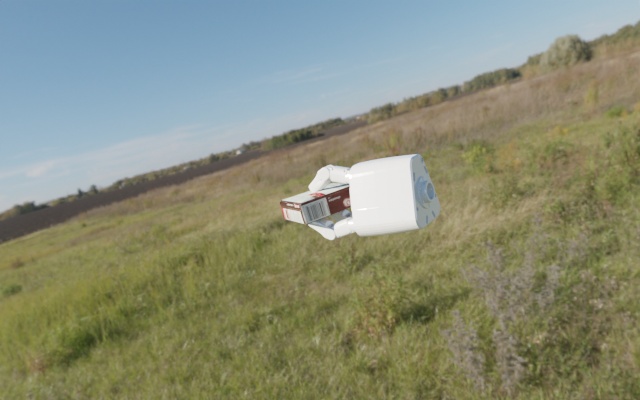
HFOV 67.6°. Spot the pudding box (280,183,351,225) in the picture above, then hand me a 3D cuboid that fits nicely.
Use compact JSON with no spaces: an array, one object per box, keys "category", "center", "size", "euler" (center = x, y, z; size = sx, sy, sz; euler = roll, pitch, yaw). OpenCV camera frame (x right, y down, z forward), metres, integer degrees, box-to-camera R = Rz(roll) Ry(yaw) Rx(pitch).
[{"category":"pudding box","center":[0.000,0.002,0.805],"size":[0.113,0.039,0.090],"euler":[-18,10,-24]}]
